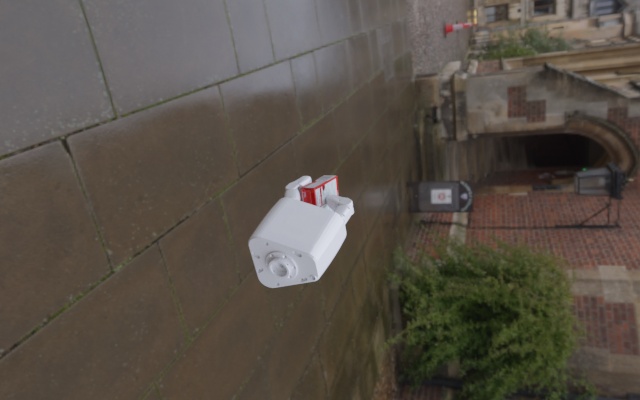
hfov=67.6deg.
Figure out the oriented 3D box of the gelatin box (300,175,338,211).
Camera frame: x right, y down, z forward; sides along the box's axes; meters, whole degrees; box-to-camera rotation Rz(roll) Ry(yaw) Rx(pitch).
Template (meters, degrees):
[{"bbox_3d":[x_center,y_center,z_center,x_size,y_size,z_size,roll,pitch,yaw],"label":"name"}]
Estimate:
[{"bbox_3d":[0.001,0.003,0.814,0.030,0.073,0.089,4,19,28],"label":"gelatin box"}]
